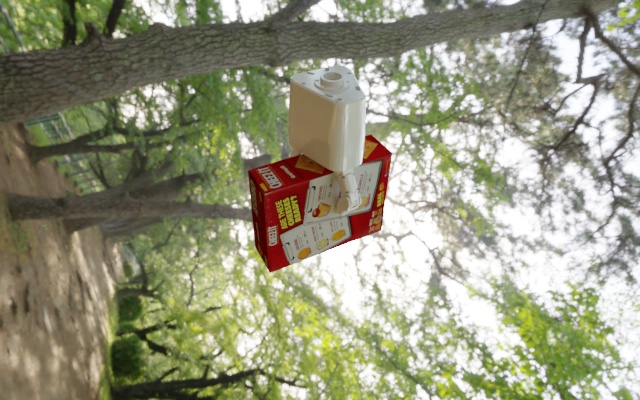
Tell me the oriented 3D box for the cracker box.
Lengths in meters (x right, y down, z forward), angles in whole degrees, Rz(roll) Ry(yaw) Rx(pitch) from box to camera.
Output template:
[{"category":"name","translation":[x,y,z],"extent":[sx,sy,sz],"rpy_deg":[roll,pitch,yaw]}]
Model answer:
[{"category":"cracker box","translation":[0.000,0.003,0.751],"extent":[0.213,0.164,0.072],"rpy_deg":[-18,44,-22]}]
